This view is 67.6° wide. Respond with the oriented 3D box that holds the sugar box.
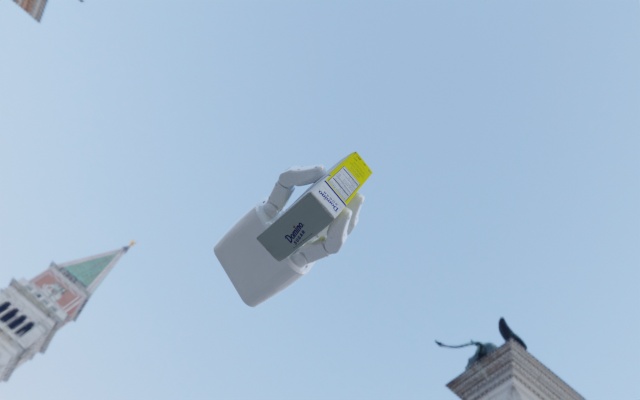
[{"bbox_3d":[0.000,0.002,0.582,0.093,0.048,0.176,-40,5,28],"label":"sugar box"}]
